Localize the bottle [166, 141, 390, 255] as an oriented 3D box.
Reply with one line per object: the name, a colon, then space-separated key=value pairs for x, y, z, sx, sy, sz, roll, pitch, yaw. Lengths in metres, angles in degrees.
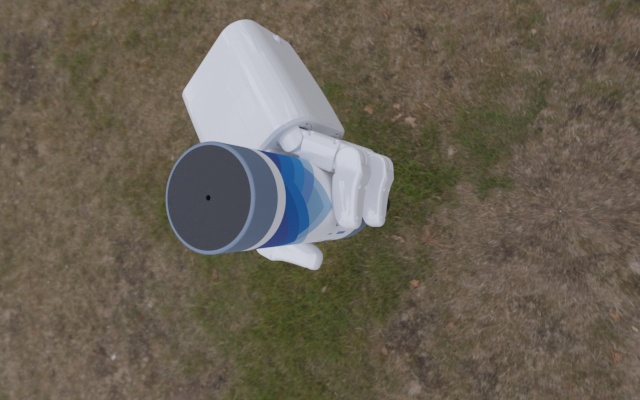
bottle: x=0.000 y=0.001 z=0.409 sx=0.069 sy=0.069 sz=0.296 roll=0 pitch=-1 yaw=27
